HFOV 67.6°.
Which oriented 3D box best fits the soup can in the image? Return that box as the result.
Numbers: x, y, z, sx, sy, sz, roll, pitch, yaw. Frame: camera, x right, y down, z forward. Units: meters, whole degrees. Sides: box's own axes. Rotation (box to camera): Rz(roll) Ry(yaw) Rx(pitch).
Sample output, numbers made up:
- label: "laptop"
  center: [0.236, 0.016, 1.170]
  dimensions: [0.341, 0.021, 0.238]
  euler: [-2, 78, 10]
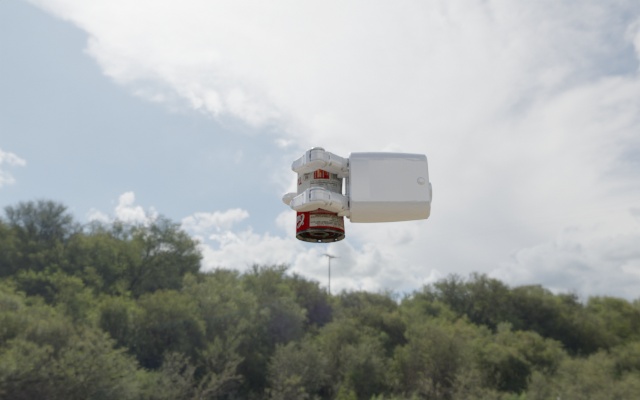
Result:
- label: "soup can"
  center: [0.000, 0.002, 0.664]
  dimensions: [0.068, 0.102, 0.068]
  euler: [0, -18, 0]
